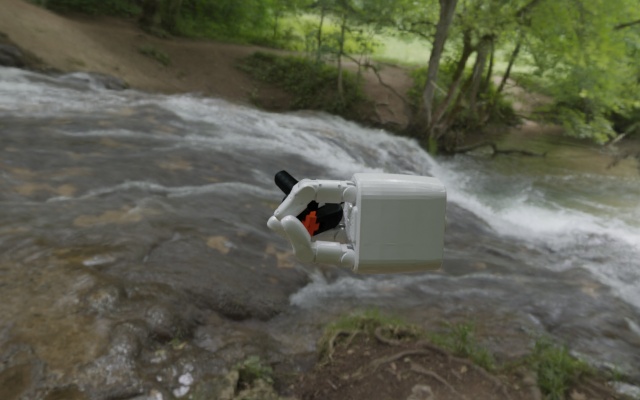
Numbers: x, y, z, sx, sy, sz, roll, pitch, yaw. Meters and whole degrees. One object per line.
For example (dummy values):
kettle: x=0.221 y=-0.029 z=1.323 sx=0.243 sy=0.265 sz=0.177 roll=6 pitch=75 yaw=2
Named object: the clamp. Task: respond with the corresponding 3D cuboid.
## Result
clamp: x=0.000 y=0.002 z=0.636 sx=0.120 sy=0.039 sz=0.171 roll=2 pitch=24 yaw=-7
